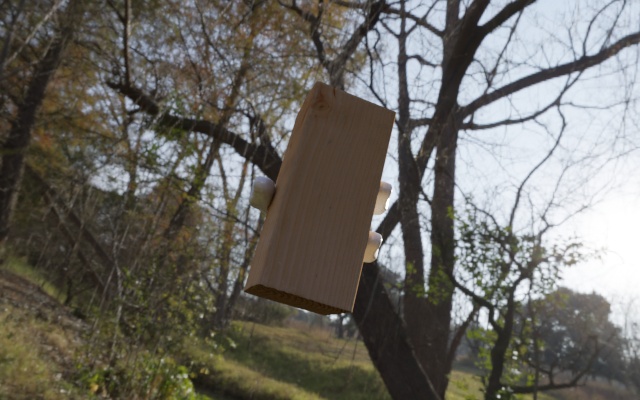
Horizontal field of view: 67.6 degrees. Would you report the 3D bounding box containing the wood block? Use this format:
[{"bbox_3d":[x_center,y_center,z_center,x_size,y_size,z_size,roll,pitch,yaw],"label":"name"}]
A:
[{"bbox_3d":[0.000,0.001,0.482,0.091,0.206,0.090,19,-19,-12],"label":"wood block"}]
